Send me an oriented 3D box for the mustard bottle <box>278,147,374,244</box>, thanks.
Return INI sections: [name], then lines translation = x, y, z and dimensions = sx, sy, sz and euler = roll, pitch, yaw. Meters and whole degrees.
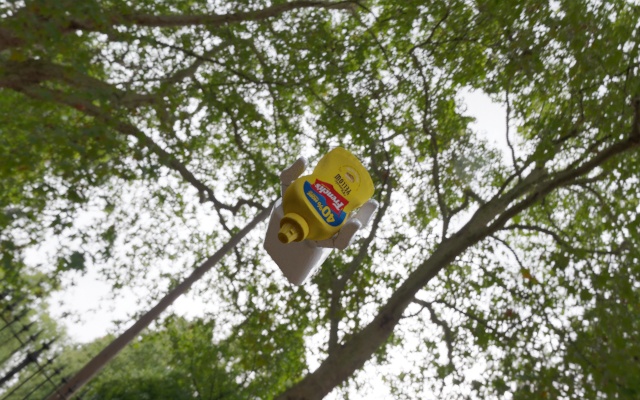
[mustard bottle]
translation = 0.000, 0.002, 0.693
dimensions = 0.058, 0.096, 0.191
euler = -30, 10, 46
